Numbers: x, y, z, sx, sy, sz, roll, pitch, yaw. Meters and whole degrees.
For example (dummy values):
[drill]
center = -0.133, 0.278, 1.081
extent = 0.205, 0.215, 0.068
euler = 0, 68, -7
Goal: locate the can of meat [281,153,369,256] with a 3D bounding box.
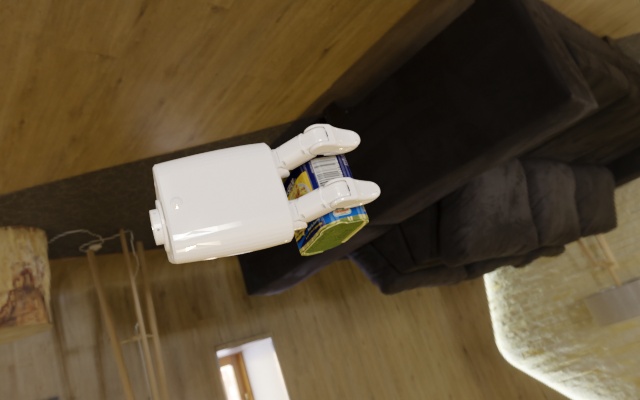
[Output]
[can of meat]
center = 0.000, 0.002, 0.494
extent = 0.057, 0.084, 0.102
euler = -11, -19, -24
